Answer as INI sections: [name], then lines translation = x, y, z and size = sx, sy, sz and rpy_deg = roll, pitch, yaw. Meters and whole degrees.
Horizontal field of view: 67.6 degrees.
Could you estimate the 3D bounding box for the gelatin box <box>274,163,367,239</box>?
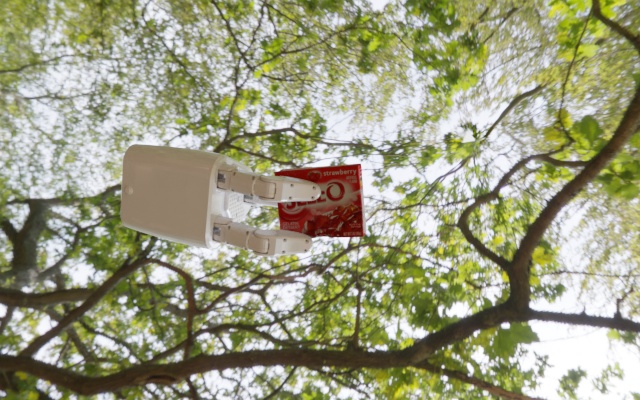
[gelatin box]
translation = 0.001, 0.002, 0.491
size = 0.089, 0.073, 0.030
rpy_deg = -3, 7, 12
